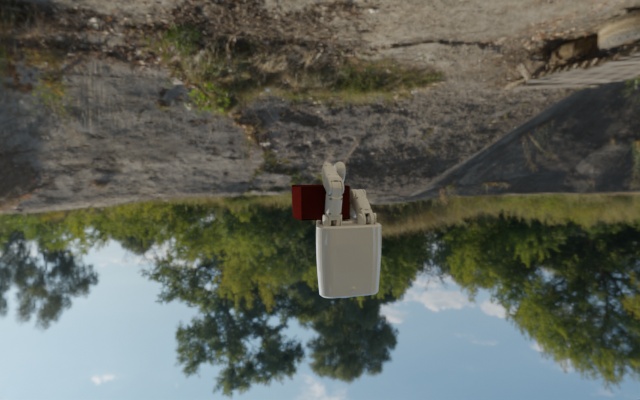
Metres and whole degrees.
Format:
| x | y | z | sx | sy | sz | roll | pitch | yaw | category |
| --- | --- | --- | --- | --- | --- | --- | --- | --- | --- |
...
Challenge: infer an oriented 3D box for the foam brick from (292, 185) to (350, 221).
| x | y | z | sx | sy | sz | roll | pitch | yaw | category |
| --- | --- | --- | --- | --- | --- | --- | --- | --- | --- |
| 0.000 | 0.002 | 0.721 | 0.078 | 0.051 | 0.053 | -1 | 5 | -17 | foam brick |
